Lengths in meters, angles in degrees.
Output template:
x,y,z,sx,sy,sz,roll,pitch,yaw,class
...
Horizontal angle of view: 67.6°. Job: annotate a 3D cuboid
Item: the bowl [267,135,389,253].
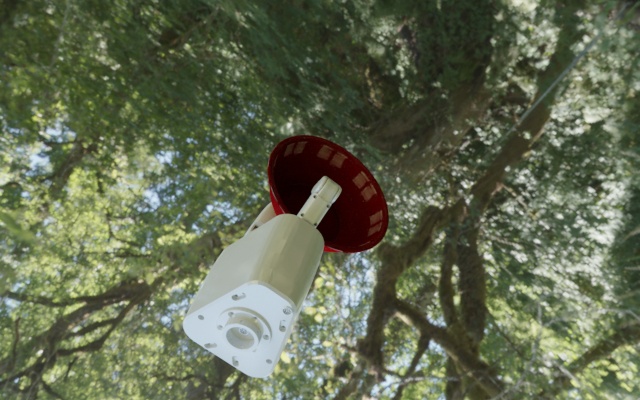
x,y,z,sx,sy,sz,roll,pitch,yaw,class
0.001,0.001,0.564,0.162,0.162,0.055,0,-33,-37,bowl
